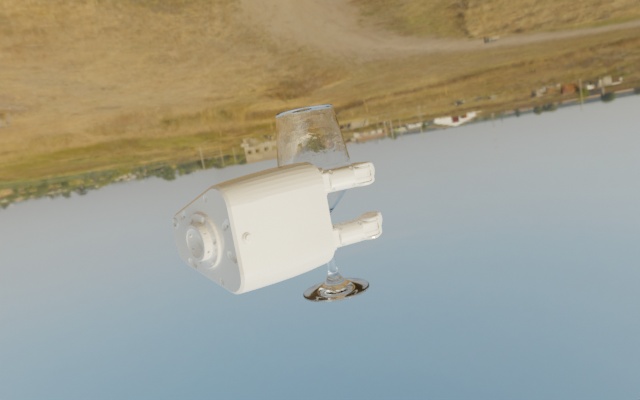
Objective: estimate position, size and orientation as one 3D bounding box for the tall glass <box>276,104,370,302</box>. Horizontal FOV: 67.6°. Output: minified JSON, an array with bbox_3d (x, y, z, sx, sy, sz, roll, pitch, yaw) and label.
[{"bbox_3d":[0.000,0.002,0.515,0.079,0.201,0.079,-10,7,1],"label":"tall glass"}]
